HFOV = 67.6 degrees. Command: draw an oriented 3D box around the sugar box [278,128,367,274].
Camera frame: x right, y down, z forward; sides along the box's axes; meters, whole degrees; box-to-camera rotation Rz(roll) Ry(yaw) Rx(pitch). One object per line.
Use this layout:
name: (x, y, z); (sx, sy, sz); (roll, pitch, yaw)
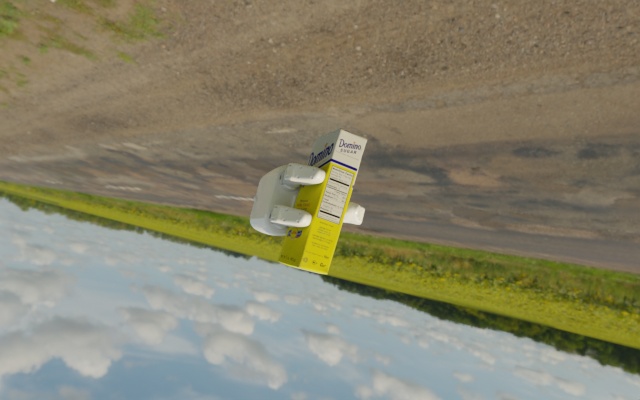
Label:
sugar box: (0.000, 0.002, 0.610); (0.048, 0.176, 0.093); (17, -8, -20)
